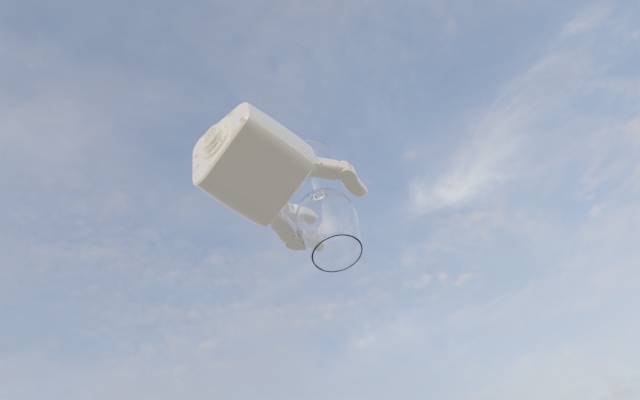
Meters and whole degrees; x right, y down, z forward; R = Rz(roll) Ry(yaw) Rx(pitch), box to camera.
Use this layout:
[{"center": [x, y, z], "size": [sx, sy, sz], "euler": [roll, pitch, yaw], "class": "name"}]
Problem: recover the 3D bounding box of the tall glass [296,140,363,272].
[{"center": [0.000, 0.002, 0.635], "size": [0.079, 0.079, 0.201], "euler": [0, 38, -15], "class": "tall glass"}]
